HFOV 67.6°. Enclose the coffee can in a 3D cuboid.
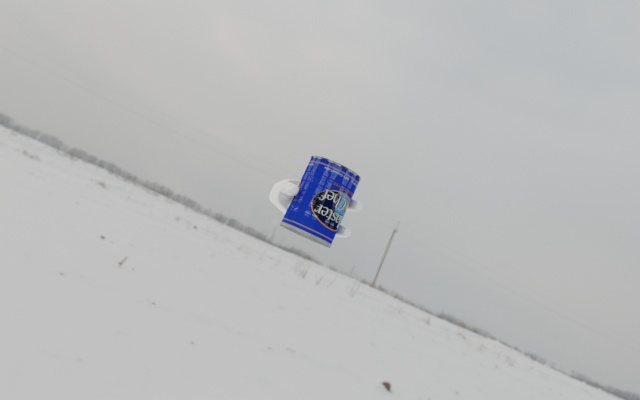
[{"bbox_3d":[0.000,0.003,0.879,0.103,0.140,0.103,24,-7,3],"label":"coffee can"}]
